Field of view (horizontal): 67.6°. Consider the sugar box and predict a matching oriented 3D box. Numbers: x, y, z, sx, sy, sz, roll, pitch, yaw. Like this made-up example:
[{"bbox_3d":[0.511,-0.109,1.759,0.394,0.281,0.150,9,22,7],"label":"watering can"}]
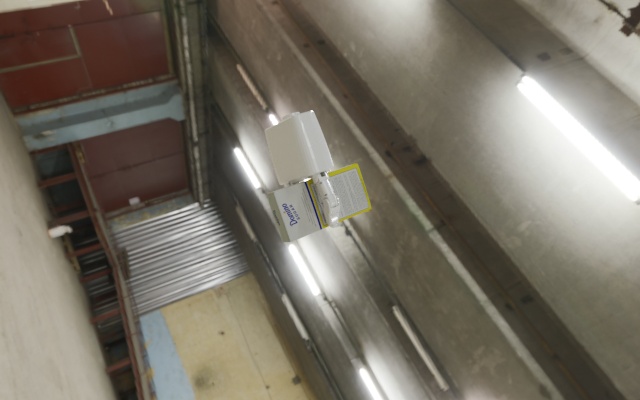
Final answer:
[{"bbox_3d":[0.000,0.003,0.860,0.176,0.093,0.048,-19,3,-23],"label":"sugar box"}]
